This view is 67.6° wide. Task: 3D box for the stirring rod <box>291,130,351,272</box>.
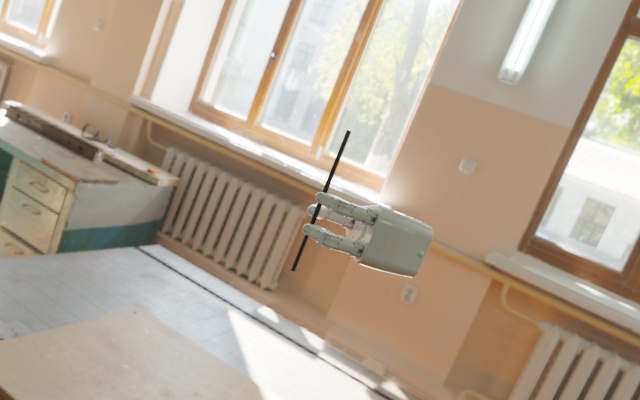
[{"bbox_3d":[0.000,0.003,0.756,0.011,0.239,0.011,21,7,-3],"label":"stirring rod"}]
